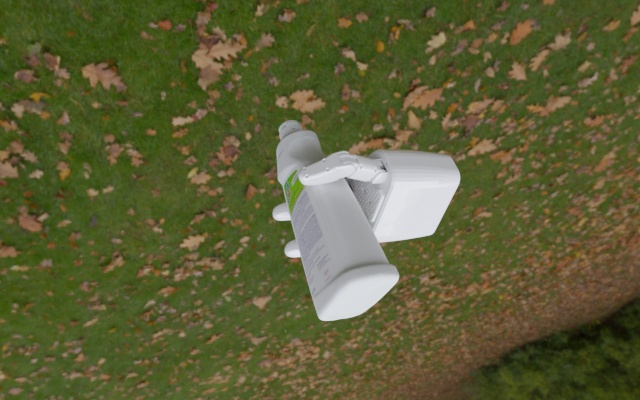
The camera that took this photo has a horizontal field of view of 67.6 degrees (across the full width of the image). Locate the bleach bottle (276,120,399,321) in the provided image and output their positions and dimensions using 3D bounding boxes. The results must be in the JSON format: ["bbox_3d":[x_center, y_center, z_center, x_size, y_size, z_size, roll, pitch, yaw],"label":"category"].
[{"bbox_3d":[0.000,0.002,0.547,0.068,0.250,0.103,-1,-36,-29],"label":"bleach bottle"}]
